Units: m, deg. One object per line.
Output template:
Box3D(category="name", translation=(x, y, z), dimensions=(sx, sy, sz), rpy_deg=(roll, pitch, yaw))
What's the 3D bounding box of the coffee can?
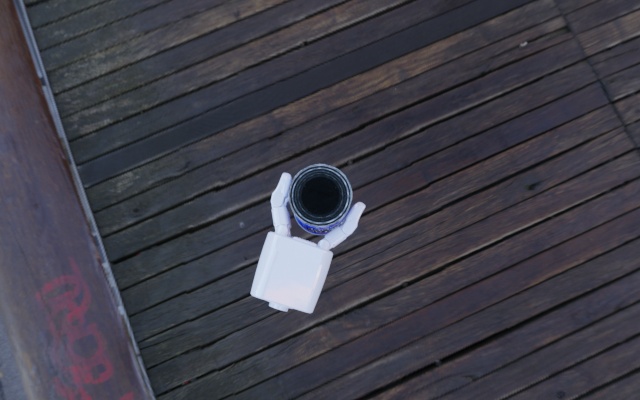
Box3D(category="coffee can", translation=(0.000, 0.003, 0.824), dimensions=(0.103, 0.103, 0.140), rpy_deg=(0, -9, 0))
